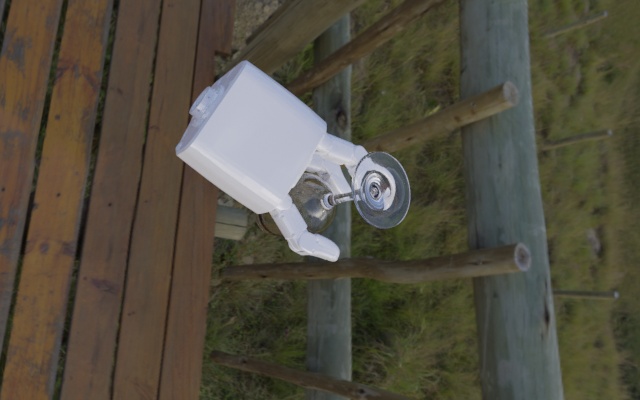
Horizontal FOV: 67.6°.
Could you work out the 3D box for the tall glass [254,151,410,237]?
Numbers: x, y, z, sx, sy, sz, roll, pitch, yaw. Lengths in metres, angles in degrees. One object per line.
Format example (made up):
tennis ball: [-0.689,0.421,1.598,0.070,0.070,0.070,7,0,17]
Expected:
tall glass: [0.001,0.002,0.529,0.079,0.079,0.201,0,-7,-36]
